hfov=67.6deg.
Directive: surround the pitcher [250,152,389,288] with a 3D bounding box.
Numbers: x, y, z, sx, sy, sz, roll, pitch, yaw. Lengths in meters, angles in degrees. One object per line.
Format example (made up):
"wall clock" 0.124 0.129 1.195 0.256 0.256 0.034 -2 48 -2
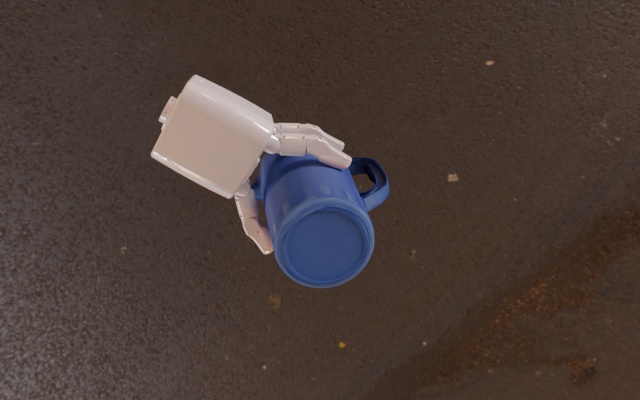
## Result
"pitcher" 0.000 0.002 0.604 0.145 0.149 0.242 31 14 -18
